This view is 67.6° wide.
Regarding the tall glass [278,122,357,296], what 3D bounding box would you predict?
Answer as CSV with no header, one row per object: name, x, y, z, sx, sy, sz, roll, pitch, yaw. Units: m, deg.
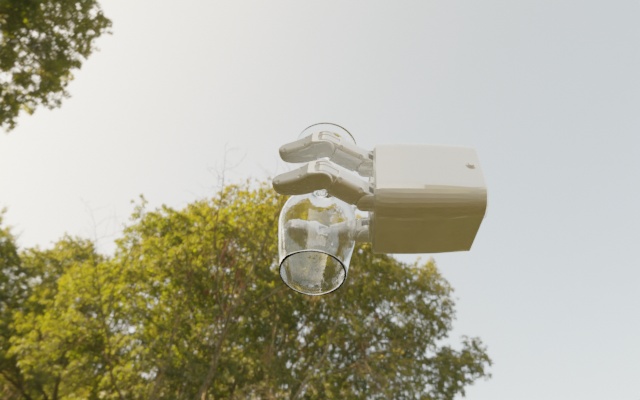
tall glass,0.000,0.001,0.503,0.079,0.079,0.200,0,40,6
